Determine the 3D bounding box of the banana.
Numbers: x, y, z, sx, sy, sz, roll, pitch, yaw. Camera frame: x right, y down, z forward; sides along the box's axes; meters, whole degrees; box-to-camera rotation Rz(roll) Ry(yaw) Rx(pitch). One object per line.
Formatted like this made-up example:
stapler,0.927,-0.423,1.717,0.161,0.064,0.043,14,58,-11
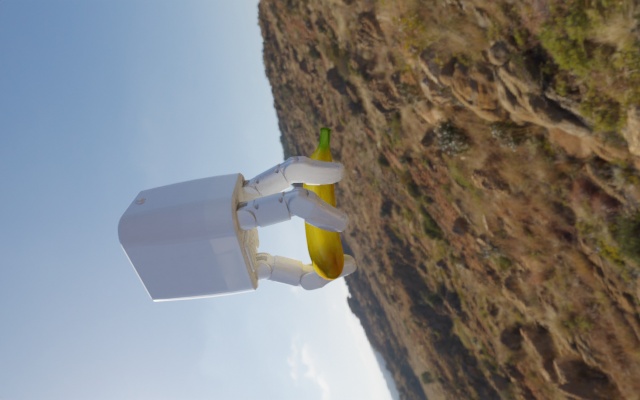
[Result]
banana,0.000,0.011,0.499,0.037,0.197,0.070,-4,-41,-1
